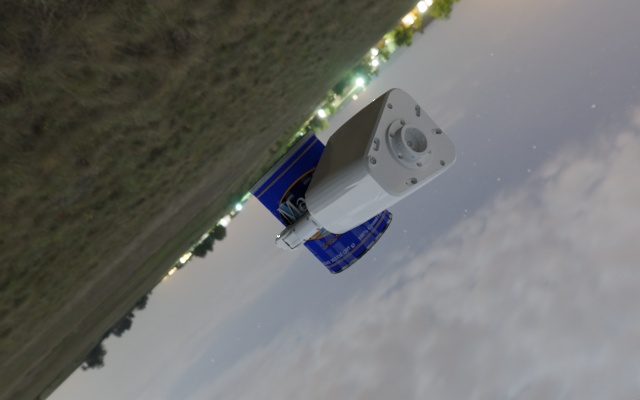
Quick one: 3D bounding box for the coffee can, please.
[{"bbox_3d":[0.000,0.002,0.566,0.103,0.140,0.103,-44,7,6],"label":"coffee can"}]
